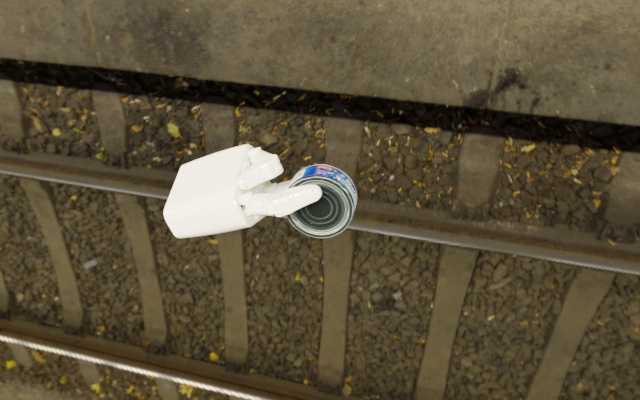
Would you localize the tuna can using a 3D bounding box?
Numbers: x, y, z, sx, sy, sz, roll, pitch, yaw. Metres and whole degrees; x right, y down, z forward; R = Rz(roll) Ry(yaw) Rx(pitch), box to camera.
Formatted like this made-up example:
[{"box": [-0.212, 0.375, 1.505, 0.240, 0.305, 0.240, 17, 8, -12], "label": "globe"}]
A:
[{"box": [0.000, 0.002, 0.572, 0.086, 0.086, 0.033, 0, 27, 10], "label": "tuna can"}]
